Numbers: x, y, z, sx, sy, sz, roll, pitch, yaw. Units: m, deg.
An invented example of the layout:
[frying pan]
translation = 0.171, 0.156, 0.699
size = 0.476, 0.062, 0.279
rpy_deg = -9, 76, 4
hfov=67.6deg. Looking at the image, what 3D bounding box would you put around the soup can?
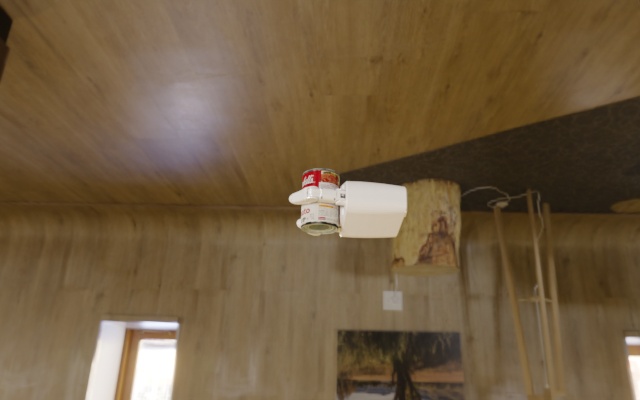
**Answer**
[soup can]
translation = 0.000, 0.003, 0.849
size = 0.068, 0.102, 0.068
rpy_deg = 2, -20, 1
